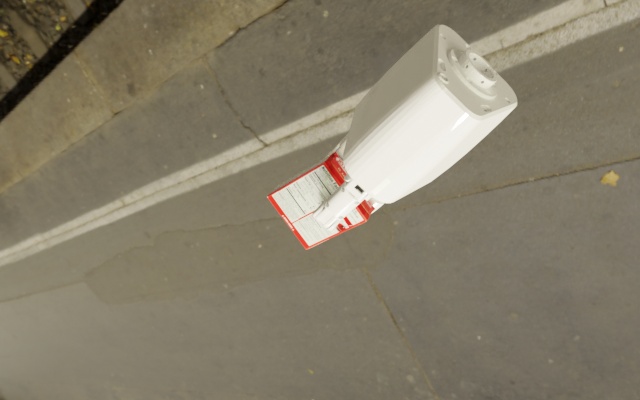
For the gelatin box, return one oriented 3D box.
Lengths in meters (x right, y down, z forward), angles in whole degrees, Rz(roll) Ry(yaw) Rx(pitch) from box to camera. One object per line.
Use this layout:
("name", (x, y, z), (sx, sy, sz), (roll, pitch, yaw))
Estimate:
("gelatin box", (0.000, 0.002, 0.494), (0.089, 0.073, 0.030), (-29, 13, 35))
